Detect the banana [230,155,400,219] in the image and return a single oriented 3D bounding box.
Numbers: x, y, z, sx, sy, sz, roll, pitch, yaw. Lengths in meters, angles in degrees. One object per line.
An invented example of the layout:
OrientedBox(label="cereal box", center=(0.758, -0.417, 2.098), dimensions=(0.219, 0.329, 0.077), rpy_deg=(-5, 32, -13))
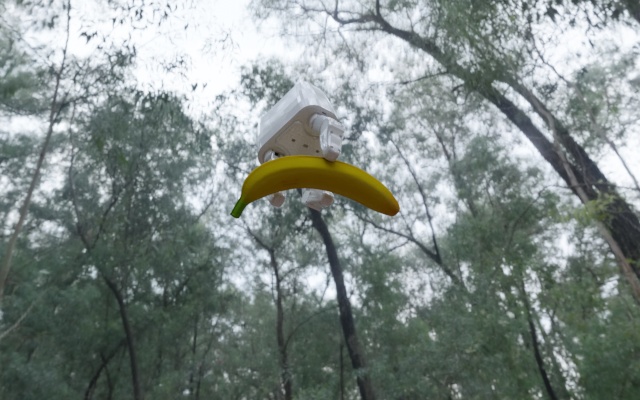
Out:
OrientedBox(label="banana", center=(-0.002, -0.016, 0.544), dimensions=(0.198, 0.069, 0.037), rpy_deg=(0, 12, -12))
